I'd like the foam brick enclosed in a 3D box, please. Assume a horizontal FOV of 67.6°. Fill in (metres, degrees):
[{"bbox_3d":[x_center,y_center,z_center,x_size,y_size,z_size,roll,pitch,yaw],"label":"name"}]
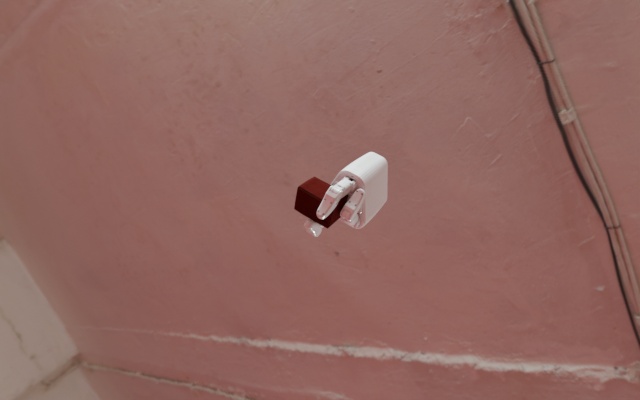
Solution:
[{"bbox_3d":[0.000,0.003,0.859,0.078,0.053,0.051,30,41,19],"label":"foam brick"}]
